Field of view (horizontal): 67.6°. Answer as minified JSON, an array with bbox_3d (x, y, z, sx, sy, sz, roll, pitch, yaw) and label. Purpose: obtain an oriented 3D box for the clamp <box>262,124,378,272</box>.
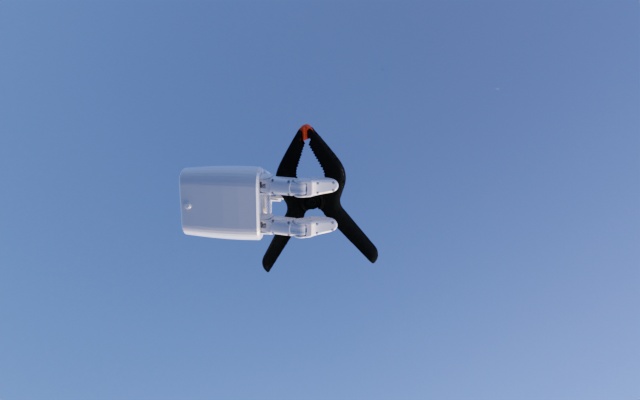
[{"bbox_3d":[0.000,0.001,0.657,0.164,0.210,0.036,1,16,1],"label":"clamp"}]
